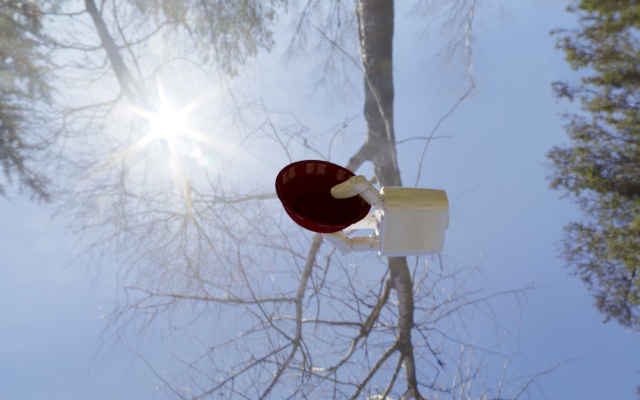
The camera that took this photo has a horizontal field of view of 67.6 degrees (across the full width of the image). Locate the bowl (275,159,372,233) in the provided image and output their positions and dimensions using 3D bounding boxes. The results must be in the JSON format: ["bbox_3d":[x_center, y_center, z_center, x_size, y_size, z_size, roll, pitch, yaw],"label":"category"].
[{"bbox_3d":[-0.001,0.002,0.790,0.162,0.055,0.162,10,41,-9],"label":"bowl"}]
